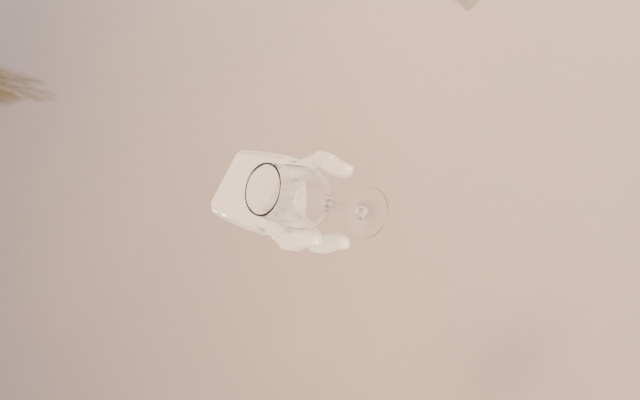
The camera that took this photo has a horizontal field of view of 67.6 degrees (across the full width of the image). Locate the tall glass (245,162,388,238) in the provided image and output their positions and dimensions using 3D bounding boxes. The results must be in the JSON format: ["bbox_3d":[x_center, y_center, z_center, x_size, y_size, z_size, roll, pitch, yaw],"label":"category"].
[{"bbox_3d":[0.001,0.002,0.611,0.079,0.079,0.201,0,-9,42],"label":"tall glass"}]
